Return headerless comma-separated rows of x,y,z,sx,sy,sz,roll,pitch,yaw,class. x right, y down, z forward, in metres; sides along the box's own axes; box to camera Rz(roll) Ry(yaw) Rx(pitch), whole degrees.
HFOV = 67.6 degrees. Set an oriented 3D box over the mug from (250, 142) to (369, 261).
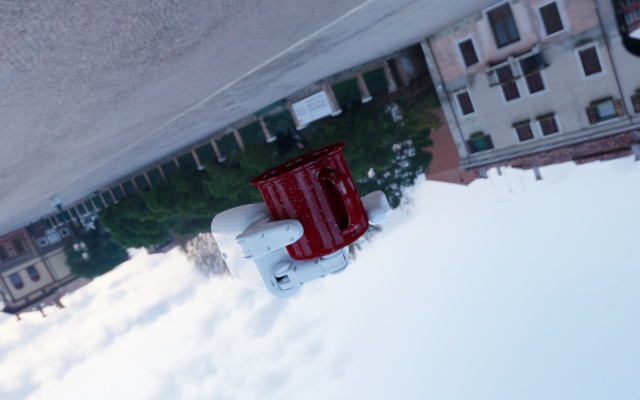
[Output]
0.001,0.002,0.426,0.093,0.081,0.117,-28,12,-28,mug
